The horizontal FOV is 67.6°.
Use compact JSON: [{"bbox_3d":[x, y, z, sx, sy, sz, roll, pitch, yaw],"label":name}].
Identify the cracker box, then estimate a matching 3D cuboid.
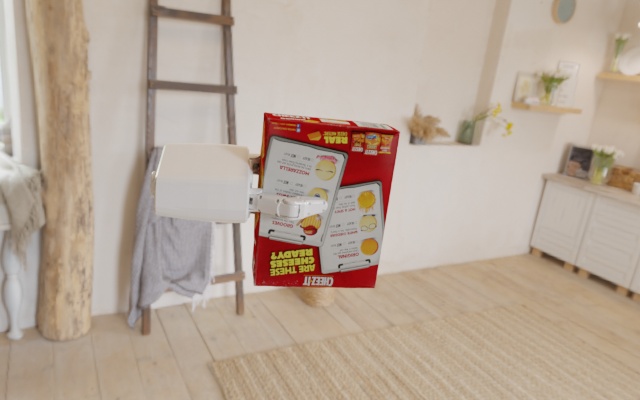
[{"bbox_3d":[0.000,0.002,0.618,0.164,0.214,0.072,3,17,-11],"label":"cracker box"}]
